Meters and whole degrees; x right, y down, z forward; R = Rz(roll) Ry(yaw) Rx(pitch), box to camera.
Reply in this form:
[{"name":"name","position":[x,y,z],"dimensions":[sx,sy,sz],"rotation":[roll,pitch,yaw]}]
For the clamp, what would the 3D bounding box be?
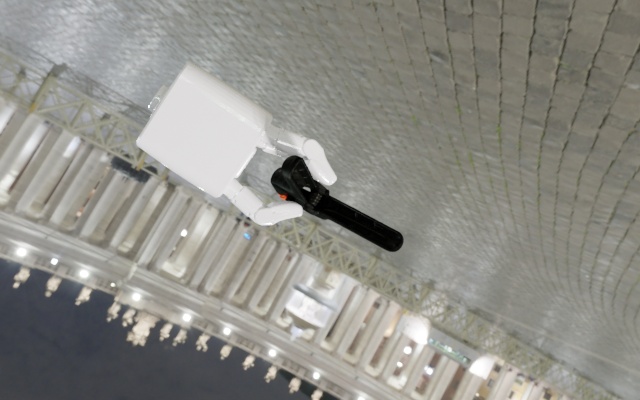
[{"name":"clamp","position":[-0.001,0.002,0.579],"dimensions":[0.164,0.036,0.210],"rotation":[36,-8,-17]}]
